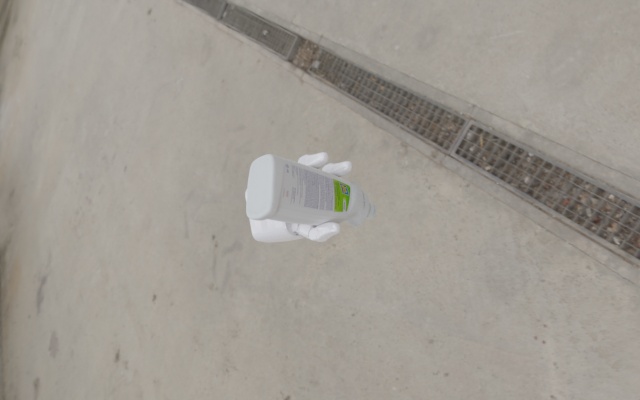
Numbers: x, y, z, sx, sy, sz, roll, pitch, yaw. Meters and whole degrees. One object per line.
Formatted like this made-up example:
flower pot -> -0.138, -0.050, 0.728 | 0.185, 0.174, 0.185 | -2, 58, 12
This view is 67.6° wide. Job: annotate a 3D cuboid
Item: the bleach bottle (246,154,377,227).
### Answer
bleach bottle -> 0.000, 0.002, 0.787 | 0.251, 0.102, 0.068 | 16, -20, -41
